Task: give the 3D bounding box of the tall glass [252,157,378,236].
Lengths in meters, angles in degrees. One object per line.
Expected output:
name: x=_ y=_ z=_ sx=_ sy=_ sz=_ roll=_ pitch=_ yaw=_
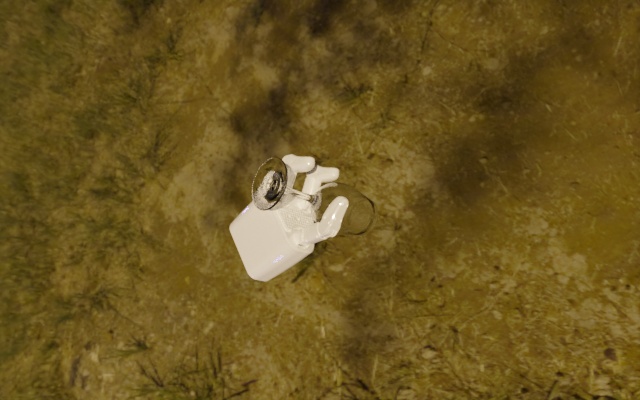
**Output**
tall glass: x=0.000 y=0.002 z=0.707 sx=0.201 sy=0.079 sz=0.079 roll=19 pitch=-13 yaw=-42
